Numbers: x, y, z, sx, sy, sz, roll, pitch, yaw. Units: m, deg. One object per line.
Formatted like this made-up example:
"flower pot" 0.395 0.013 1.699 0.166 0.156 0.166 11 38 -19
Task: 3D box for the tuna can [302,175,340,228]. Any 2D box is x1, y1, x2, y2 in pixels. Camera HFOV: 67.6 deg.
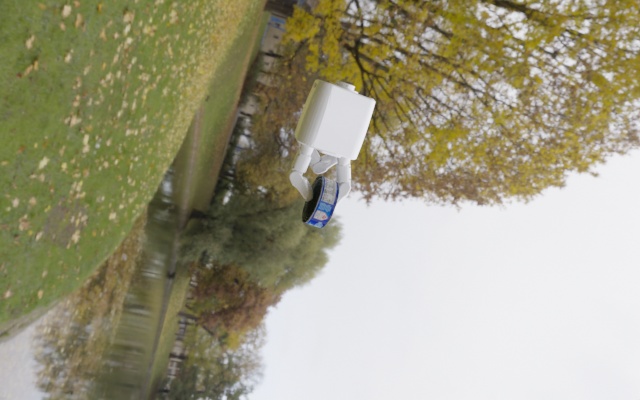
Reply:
"tuna can" 0.001 0.003 0.813 0.034 0.086 0.086 20 -5 -14
